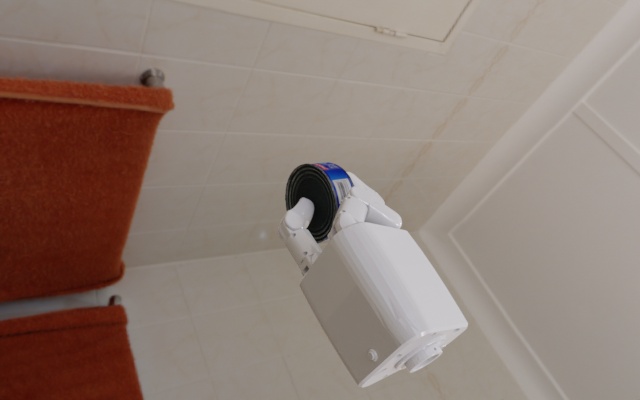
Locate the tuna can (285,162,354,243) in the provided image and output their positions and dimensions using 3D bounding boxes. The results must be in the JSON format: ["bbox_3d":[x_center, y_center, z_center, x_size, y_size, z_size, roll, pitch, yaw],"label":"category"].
[{"bbox_3d":[0.000,0.002,0.517,0.034,0.086,0.086,-9,6,-39],"label":"tuna can"}]
